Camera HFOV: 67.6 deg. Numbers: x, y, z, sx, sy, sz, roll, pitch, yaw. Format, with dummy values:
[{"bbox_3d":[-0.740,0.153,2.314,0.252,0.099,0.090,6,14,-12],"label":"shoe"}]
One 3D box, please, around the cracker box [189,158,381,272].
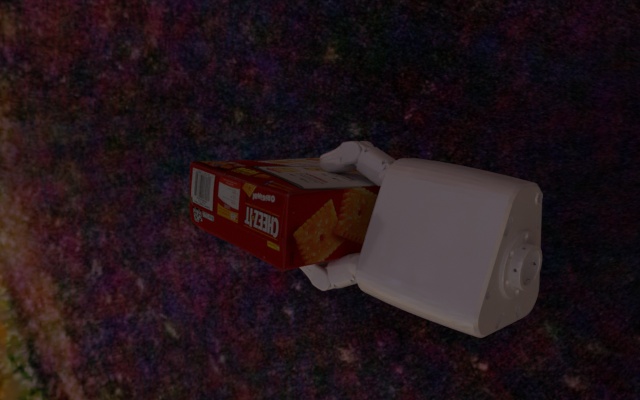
[{"bbox_3d":[0.000,0.001,0.487,0.213,0.072,0.164,-6,16,-41],"label":"cracker box"}]
